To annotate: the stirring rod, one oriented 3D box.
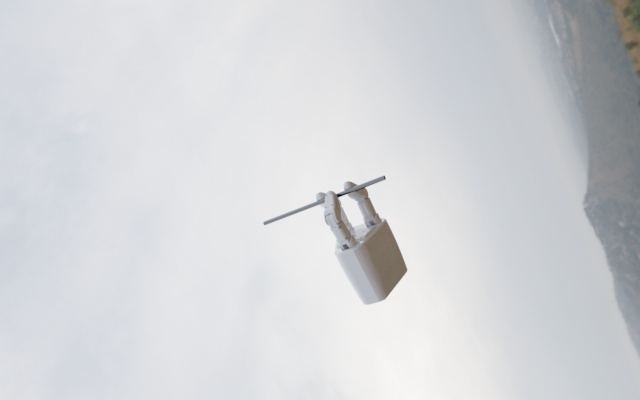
[{"bbox_3d":[0.000,0.003,0.798,0.239,0.011,0.011,-21,-10,27],"label":"stirring rod"}]
